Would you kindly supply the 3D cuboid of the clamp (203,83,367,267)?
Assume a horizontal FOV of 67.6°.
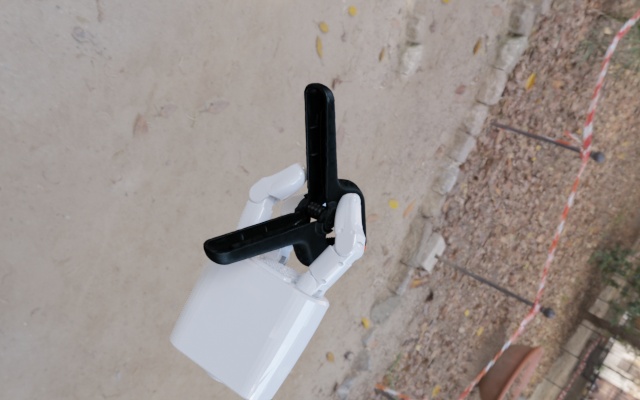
[{"bbox_3d":[0.001,0.002,0.446,0.036,0.164,0.210,28,-2,33],"label":"clamp"}]
